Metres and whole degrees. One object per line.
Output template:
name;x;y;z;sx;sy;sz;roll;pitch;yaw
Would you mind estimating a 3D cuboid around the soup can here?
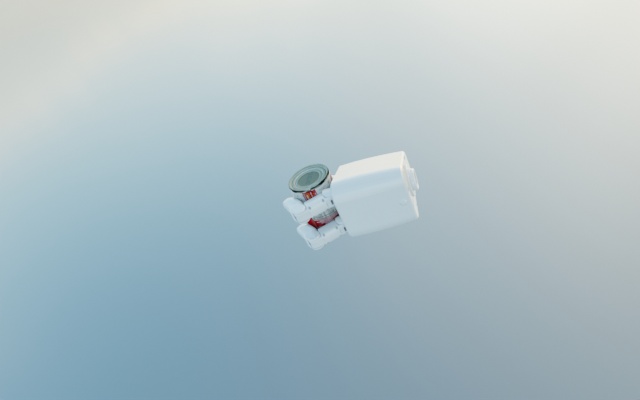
soup can;0.000;0.002;0.745;0.068;0.102;0.068;-18;34;13
